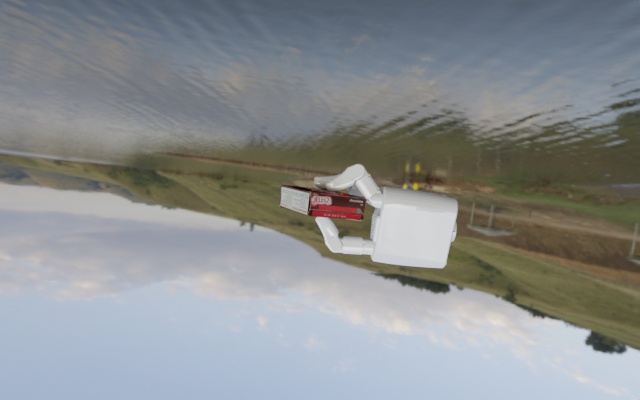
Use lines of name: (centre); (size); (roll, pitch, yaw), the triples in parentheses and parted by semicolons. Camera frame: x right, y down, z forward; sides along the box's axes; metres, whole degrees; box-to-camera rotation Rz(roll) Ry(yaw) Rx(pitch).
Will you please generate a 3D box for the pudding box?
pudding box: (0.000, 0.002, 0.699); (0.090, 0.039, 0.113); (7, 1, -27)
